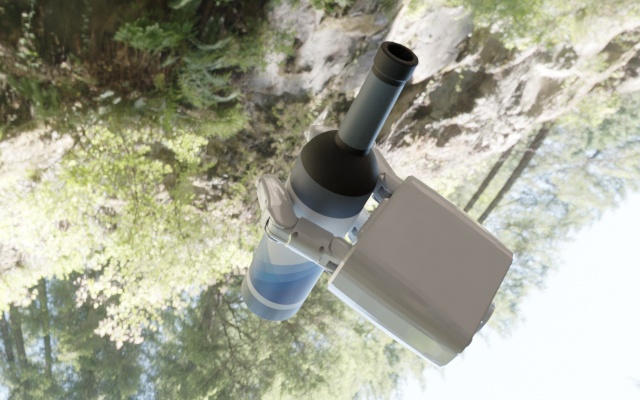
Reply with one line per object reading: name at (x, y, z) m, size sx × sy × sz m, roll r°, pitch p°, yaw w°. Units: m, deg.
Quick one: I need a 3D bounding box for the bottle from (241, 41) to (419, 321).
bottle at (0.000, 0.001, 0.405) m, size 0.069 × 0.069 × 0.296 m, roll 0°, pitch -41°, yaw -27°
